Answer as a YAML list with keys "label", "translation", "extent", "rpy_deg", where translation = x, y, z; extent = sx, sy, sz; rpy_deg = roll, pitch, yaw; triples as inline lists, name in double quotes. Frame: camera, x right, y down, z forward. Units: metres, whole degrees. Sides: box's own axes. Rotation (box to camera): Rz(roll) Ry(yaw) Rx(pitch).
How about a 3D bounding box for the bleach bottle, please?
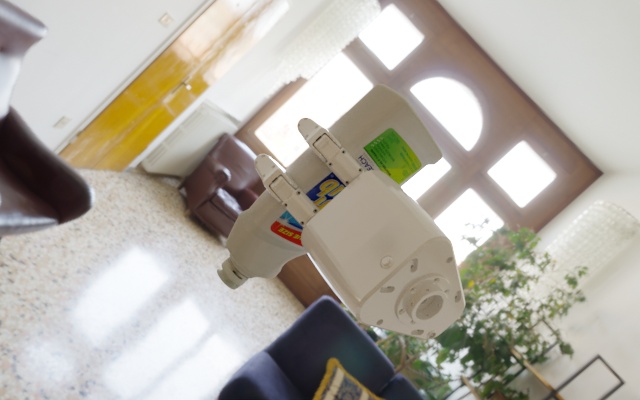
- label: "bleach bottle"
  translation: [0.000, 0.001, 0.489]
  extent: [0.103, 0.251, 0.068]
  rpy_deg: [45, 4, -37]
